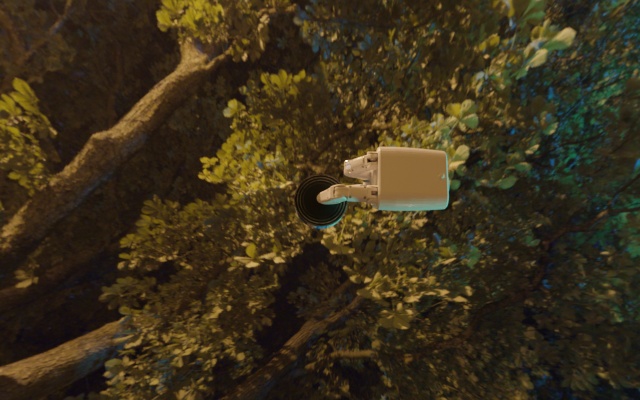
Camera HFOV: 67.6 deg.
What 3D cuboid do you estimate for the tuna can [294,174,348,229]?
[{"bbox_3d":[0.000,0.003,0.774,0.086,0.086,0.034,0,-13,-3],"label":"tuna can"}]
